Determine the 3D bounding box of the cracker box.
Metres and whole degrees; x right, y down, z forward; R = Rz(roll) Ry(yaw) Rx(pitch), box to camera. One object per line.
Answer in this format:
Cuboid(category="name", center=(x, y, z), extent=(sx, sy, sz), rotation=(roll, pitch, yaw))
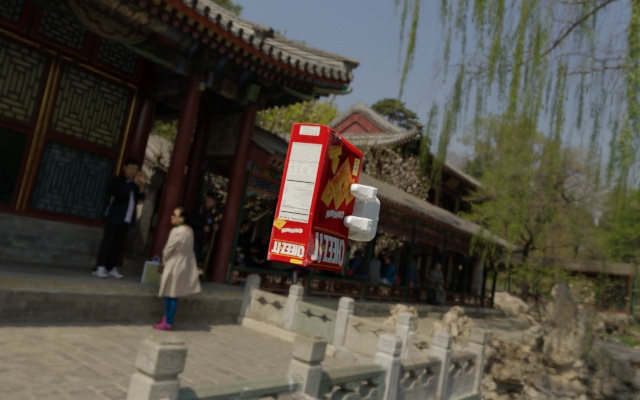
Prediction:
Cuboid(category="cracker box", center=(0.000, 0.002, 0.773), extent=(0.072, 0.213, 0.164), rotation=(7, -7, 24))
